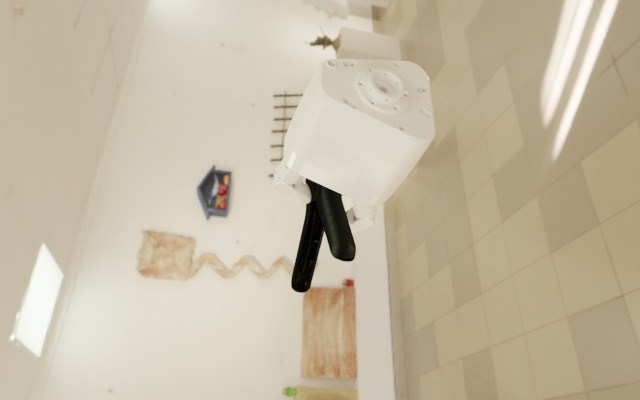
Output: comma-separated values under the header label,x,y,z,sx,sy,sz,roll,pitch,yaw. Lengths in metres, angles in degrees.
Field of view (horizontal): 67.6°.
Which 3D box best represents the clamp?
label,x,y,z,sx,sy,sz,roll,pitch,yaw
clamp,-0.001,0.001,0.566,0.036,0.209,0.165,11,-32,-17
